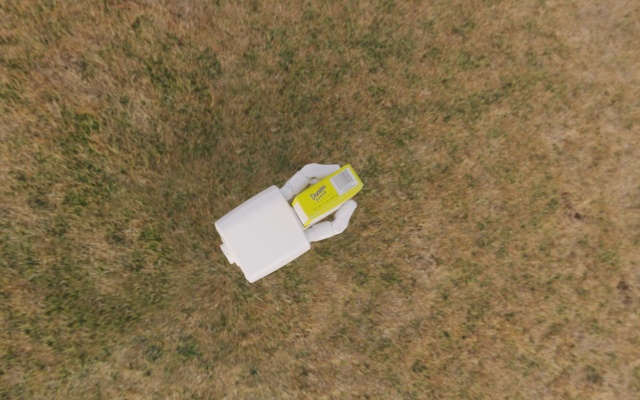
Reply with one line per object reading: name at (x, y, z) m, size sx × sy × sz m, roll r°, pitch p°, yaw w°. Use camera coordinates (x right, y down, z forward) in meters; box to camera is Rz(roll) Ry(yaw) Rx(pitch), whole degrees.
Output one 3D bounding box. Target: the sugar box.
sugar box at (0.000, 0.002, 0.739) m, size 0.093 × 0.048 × 0.176 m, roll -32°, pitch -2°, yaw -14°
